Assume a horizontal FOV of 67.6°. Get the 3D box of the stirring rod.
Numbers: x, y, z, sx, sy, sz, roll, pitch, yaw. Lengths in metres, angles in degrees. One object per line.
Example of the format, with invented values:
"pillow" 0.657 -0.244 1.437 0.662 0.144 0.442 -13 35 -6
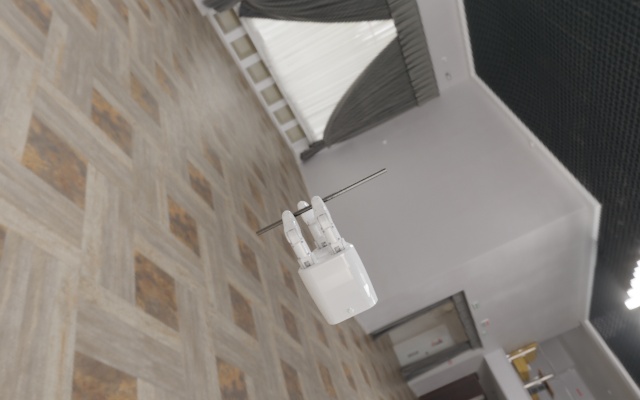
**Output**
"stirring rod" 0.000 0.003 0.794 0.239 0.011 0.011 -27 -3 6
